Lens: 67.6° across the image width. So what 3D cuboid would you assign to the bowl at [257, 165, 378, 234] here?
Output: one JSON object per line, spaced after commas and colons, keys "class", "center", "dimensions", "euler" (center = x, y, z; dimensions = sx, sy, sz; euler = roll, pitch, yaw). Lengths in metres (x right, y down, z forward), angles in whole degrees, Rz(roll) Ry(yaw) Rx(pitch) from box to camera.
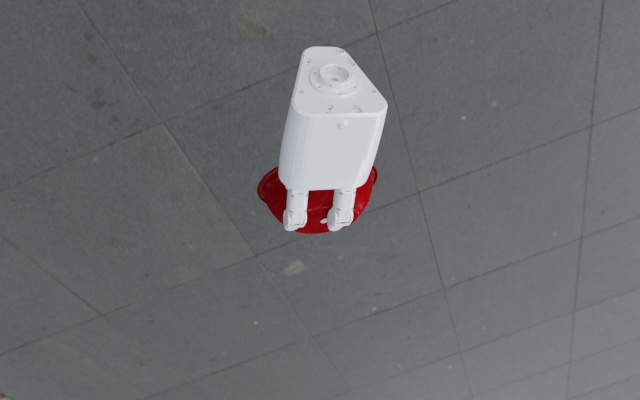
{"class": "bowl", "center": [0.000, 0.003, 0.625], "dimensions": [0.162, 0.055, 0.162], "euler": [-8, -24, -3]}
